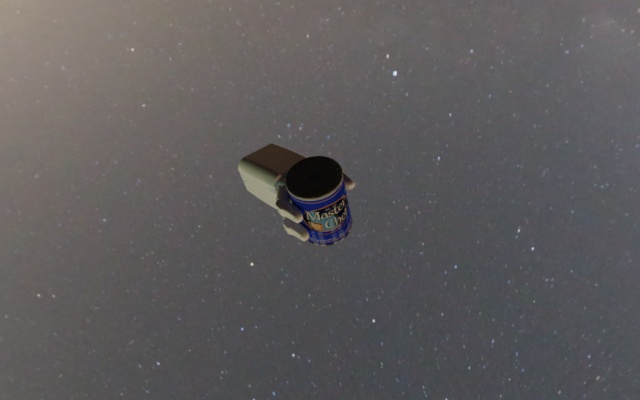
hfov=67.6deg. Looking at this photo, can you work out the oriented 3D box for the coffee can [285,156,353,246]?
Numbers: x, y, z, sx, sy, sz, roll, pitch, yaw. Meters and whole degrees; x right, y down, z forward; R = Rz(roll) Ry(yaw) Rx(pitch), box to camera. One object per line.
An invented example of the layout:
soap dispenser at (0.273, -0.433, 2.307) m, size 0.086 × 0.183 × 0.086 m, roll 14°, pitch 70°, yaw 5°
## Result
coffee can at (0.000, 0.003, 0.882) m, size 0.103 × 0.102 × 0.140 m, roll 0°, pitch -40°, yaw 13°
